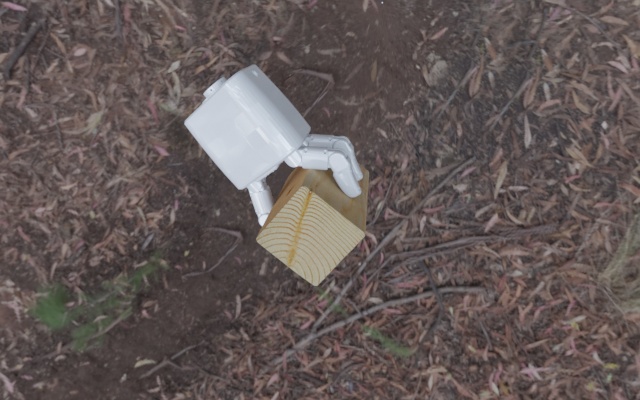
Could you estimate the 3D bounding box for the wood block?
[{"bbox_3d":[0.000,0.002,0.610,0.090,0.091,0.206,39,22,-9],"label":"wood block"}]
